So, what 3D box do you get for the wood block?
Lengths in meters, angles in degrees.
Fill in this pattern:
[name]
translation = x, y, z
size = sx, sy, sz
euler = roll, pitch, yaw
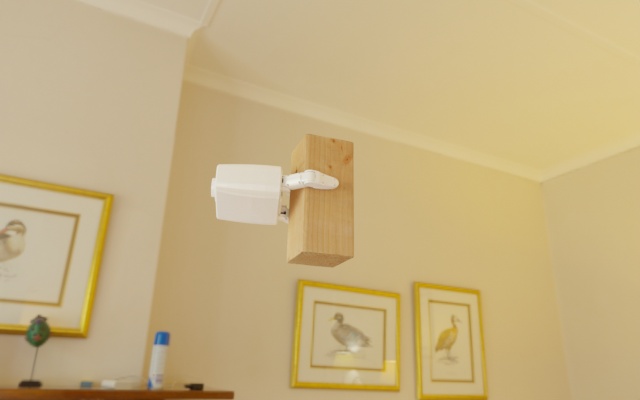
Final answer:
[wood block]
translation = 0.000, 0.002, 0.823
size = 0.090, 0.206, 0.091
euler = 8, -21, -19
